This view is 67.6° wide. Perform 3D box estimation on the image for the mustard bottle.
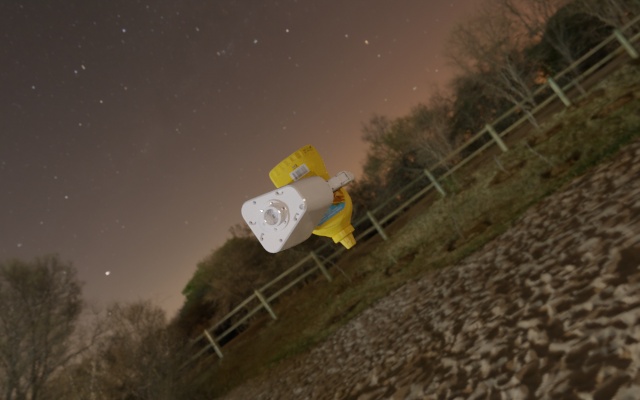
[{"bbox_3d":[0.000,0.003,0.846,0.096,0.191,0.058,-36,-6,-2],"label":"mustard bottle"}]
